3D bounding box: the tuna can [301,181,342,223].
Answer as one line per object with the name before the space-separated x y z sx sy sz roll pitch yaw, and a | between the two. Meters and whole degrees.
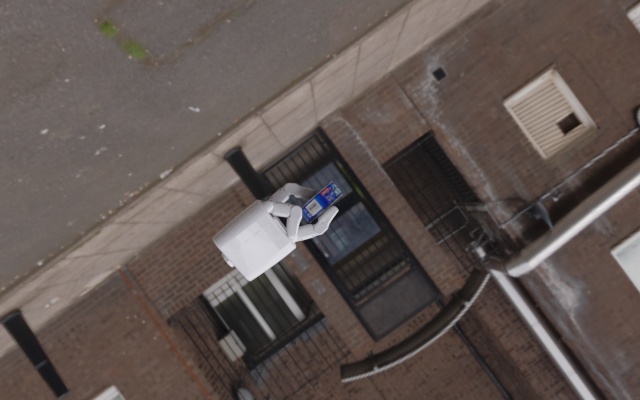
tuna can | 0.001 0.003 0.899 0.086 0.034 0.086 -41 -1 -1
